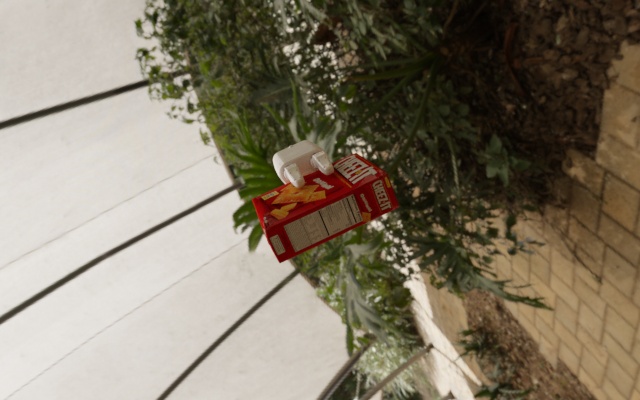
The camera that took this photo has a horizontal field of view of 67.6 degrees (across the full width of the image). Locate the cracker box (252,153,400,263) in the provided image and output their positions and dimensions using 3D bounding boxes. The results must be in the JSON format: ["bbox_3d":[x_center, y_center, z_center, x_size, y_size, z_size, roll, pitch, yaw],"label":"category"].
[{"bbox_3d":[0.000,0.003,0.809,0.213,0.072,0.164,-25,22,-6],"label":"cracker box"}]
